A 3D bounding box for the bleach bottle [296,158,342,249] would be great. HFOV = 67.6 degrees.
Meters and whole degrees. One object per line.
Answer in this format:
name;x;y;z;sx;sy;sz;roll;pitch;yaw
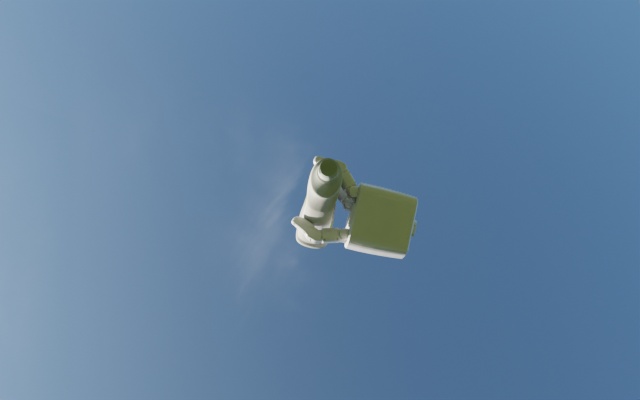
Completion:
bleach bottle;0.000;0.003;0.839;0.068;0.102;0.251;12;-21;-1
